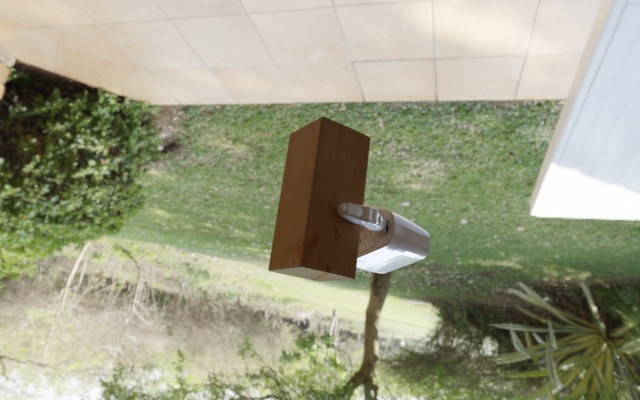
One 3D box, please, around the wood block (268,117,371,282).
[{"bbox_3d":[0.001,0.002,0.669,0.090,0.206,0.091,18,-20,-32],"label":"wood block"}]
